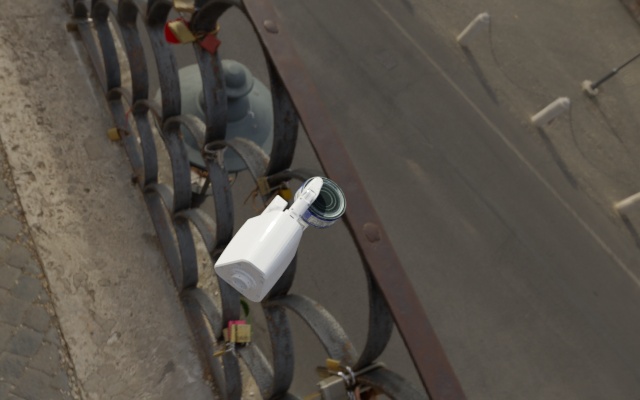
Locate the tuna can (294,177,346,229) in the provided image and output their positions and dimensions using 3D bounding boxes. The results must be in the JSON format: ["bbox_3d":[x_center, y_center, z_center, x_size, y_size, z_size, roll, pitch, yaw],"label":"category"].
[{"bbox_3d":[0.000,0.002,0.819,0.086,0.086,0.034,0,-29,-30],"label":"tuna can"}]
